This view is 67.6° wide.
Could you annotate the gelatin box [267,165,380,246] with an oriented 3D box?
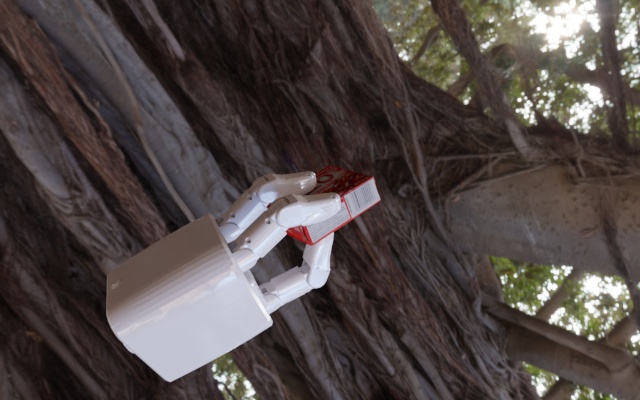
[{"bbox_3d":[0.000,0.002,0.461,0.089,0.030,0.073,-32,28,-24],"label":"gelatin box"}]
